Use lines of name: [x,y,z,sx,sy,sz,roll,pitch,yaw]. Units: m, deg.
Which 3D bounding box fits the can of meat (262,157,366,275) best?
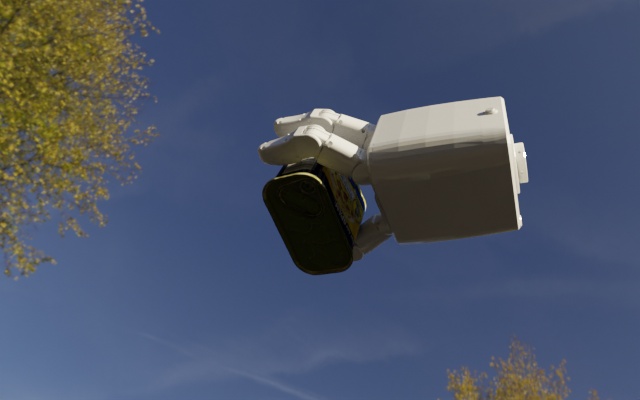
can of meat: [0.000,0.001,0.436,0.057,0.102,0.084,-12,28,24]
